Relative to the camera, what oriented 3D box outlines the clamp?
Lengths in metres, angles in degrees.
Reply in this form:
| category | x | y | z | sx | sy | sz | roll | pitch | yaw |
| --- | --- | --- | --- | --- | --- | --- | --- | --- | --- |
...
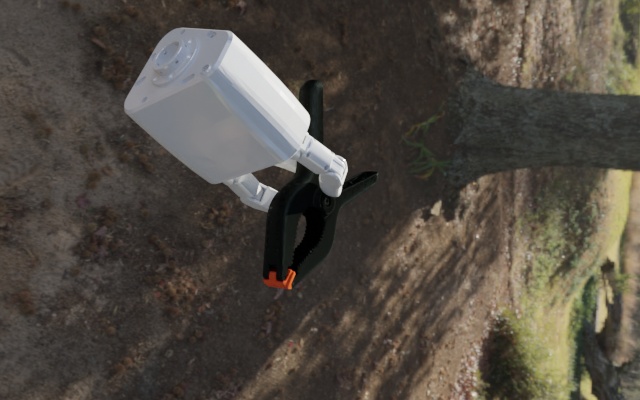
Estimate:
| category | x | y | z | sx | sy | sz | roll | pitch | yaw |
| --- | --- | --- | --- | --- | --- | --- | --- | --- | --- |
| clamp | 0.000 | 0.002 | 0.511 | 0.036 | 0.210 | 0.165 | 0 | -29 | 37 |
